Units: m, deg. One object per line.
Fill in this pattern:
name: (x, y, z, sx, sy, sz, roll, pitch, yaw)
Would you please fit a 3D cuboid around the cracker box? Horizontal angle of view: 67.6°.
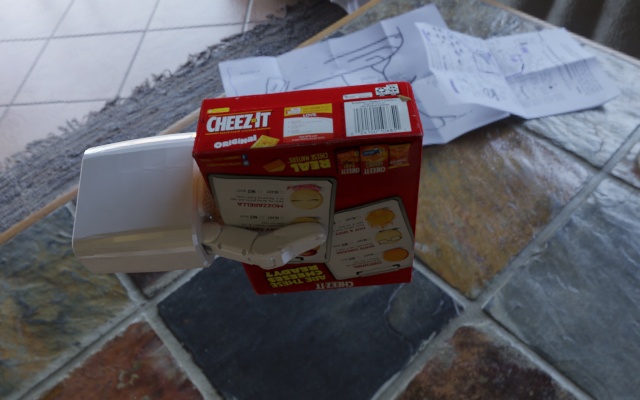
cracker box: (0.000, 0.001, 0.428, 0.164, 0.072, 0.214, -5, -38, 4)
